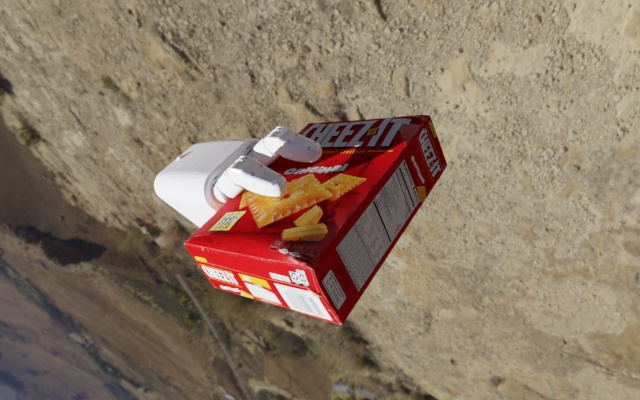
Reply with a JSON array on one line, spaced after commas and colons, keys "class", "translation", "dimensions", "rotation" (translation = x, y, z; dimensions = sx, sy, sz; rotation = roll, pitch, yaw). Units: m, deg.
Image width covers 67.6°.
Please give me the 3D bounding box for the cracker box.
[{"class": "cracker box", "translation": [0.000, 0.002, 0.464], "dimensions": [0.164, 0.072, 0.213], "rotation": [5, 43, 41]}]
